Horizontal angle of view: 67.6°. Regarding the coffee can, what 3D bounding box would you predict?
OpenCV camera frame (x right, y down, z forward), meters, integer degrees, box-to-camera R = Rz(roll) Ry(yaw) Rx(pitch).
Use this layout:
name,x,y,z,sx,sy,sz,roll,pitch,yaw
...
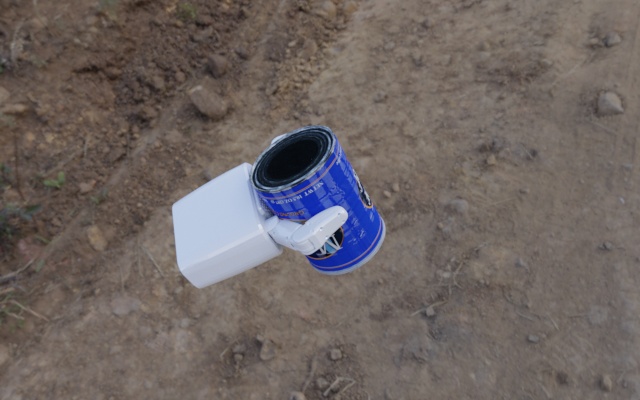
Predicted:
name,x,y,z,sx,sy,sz,roll,pitch,yaw
coffee can,0.000,0.002,0.540,0.103,0.102,0.140,0,-43,38
